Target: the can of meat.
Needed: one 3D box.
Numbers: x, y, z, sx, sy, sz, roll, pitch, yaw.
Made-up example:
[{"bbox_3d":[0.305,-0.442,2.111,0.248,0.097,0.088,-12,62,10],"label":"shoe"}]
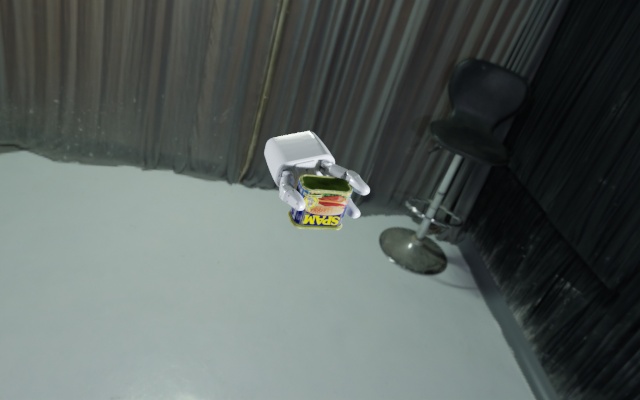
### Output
[{"bbox_3d":[0.000,0.003,0.866,0.102,0.084,0.057,4,34,-21],"label":"can of meat"}]
